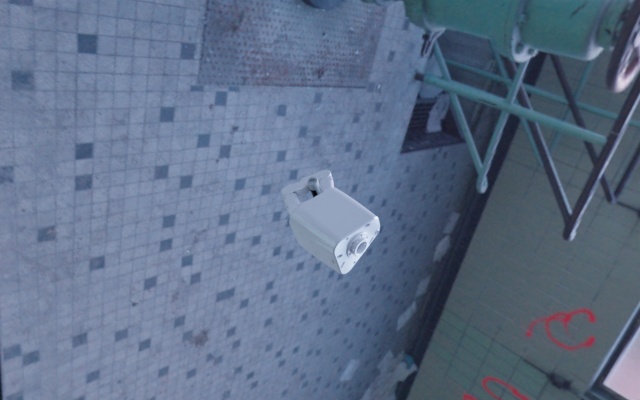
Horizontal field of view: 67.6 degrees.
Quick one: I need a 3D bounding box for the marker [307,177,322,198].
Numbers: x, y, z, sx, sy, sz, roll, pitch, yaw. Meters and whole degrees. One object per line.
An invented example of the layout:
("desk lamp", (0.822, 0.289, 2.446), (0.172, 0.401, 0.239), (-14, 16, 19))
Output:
("marker", (0.000, 0.003, 0.863), (0.020, 0.020, 0.121), (0, -37, 17))
